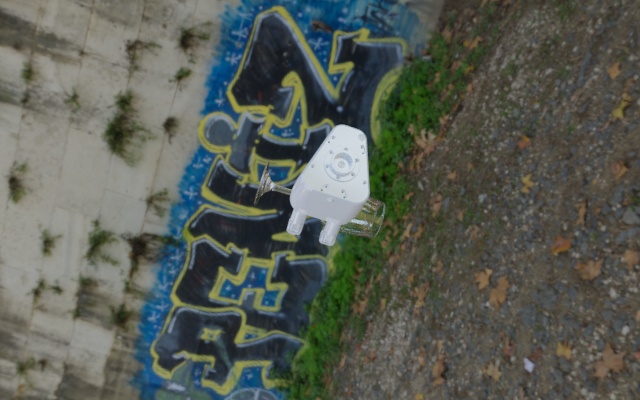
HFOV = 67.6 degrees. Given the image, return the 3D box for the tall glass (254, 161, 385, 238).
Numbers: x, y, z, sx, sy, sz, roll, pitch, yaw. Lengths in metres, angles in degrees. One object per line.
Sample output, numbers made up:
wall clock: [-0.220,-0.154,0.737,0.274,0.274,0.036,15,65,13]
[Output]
tall glass: [-0.001,0.002,0.769,0.201,0.079,0.079,18,-2,-5]
